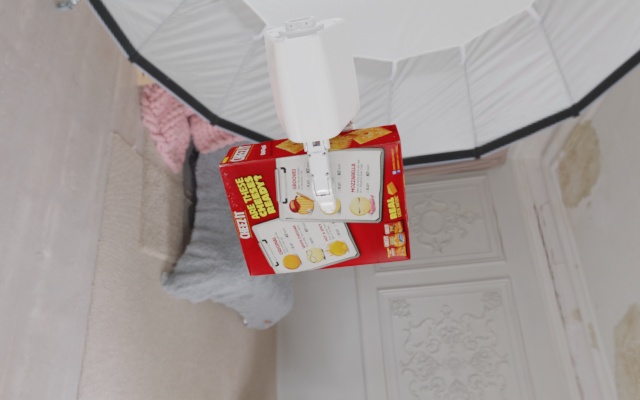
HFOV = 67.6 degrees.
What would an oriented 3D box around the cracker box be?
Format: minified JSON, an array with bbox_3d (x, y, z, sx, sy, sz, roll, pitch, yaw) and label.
[{"bbox_3d":[0.000,0.002,0.607,0.214,0.164,0.072,-7,26,8],"label":"cracker box"}]
